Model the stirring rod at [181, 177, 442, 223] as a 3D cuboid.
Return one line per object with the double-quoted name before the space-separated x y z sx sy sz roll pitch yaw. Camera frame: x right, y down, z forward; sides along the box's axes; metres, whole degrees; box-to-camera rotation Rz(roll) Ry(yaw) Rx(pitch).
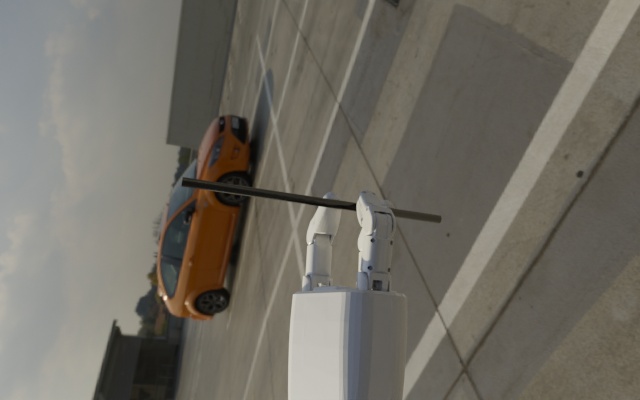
"stirring rod" 0.000 0.001 0.427 0.239 0.011 0.011 8 -2 -16
